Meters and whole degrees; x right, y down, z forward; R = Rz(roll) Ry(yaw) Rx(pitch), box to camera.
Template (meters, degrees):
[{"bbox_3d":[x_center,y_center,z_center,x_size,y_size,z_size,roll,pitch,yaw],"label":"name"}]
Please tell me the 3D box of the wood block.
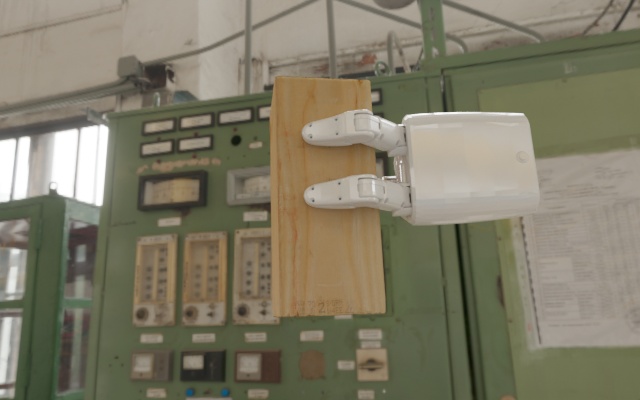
[{"bbox_3d":[0.000,0.001,0.444,0.090,0.206,0.091,0,-14,-8],"label":"wood block"}]
